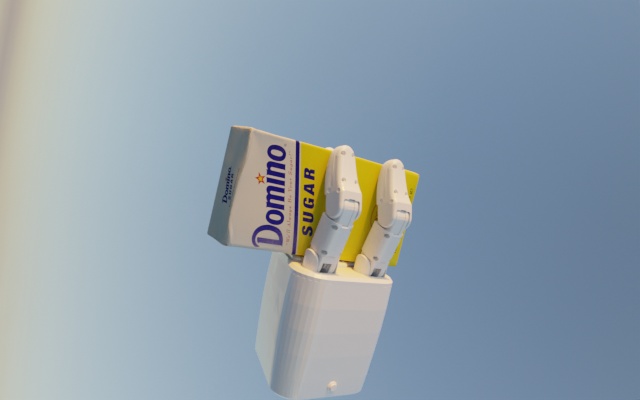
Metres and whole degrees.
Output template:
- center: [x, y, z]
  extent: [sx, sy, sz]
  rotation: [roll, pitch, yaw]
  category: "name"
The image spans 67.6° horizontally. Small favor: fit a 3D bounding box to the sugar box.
- center: [0.000, 0.002, 0.413]
  extent: [0.176, 0.093, 0.048]
  rotation: [10, 5, -35]
  category: "sugar box"
